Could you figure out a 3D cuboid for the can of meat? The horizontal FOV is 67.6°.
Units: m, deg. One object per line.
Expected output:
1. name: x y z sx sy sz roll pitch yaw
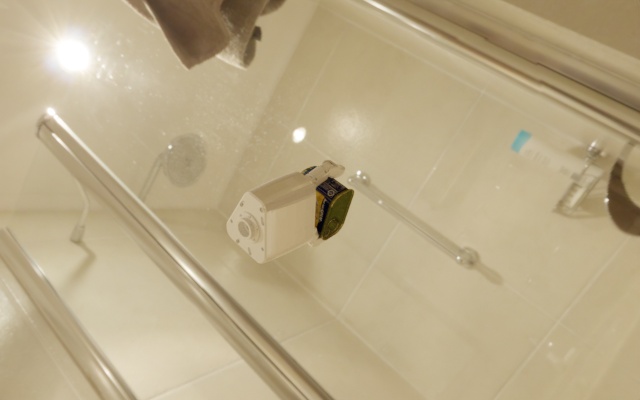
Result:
1. can of meat: 0.000 0.002 0.813 0.084 0.102 0.057 37 44 25
